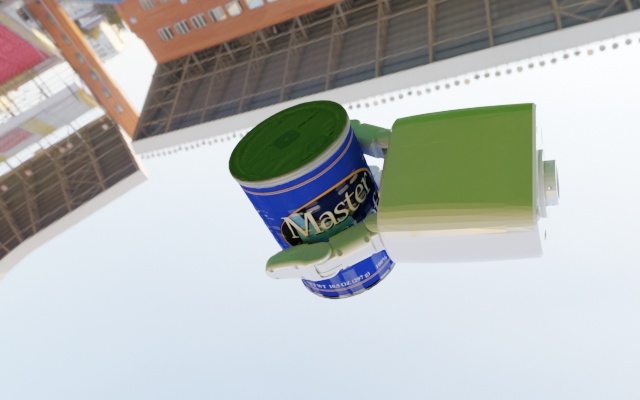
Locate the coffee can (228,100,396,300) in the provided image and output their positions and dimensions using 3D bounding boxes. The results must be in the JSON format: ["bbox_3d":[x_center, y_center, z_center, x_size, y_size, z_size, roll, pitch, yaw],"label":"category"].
[{"bbox_3d":[0.000,0.001,0.411,0.103,0.140,0.102,-18,36,14],"label":"coffee can"}]
